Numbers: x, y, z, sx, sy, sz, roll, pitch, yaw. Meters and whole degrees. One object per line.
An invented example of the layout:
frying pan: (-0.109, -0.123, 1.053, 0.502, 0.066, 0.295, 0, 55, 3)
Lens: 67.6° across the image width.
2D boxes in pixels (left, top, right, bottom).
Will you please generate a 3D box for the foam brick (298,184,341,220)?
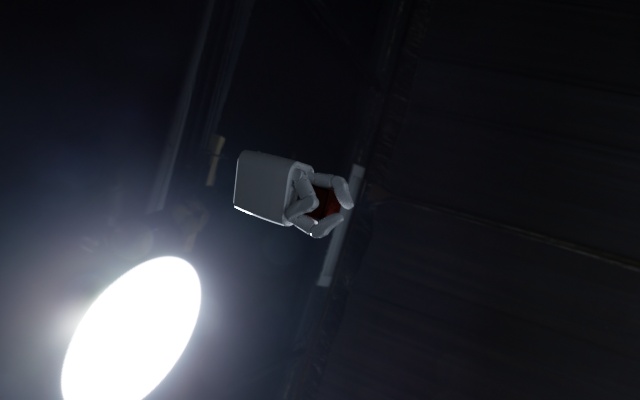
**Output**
foam brick: (0.000, 0.003, 0.829, 0.051, 0.053, 0.078, 17, 3, 21)
